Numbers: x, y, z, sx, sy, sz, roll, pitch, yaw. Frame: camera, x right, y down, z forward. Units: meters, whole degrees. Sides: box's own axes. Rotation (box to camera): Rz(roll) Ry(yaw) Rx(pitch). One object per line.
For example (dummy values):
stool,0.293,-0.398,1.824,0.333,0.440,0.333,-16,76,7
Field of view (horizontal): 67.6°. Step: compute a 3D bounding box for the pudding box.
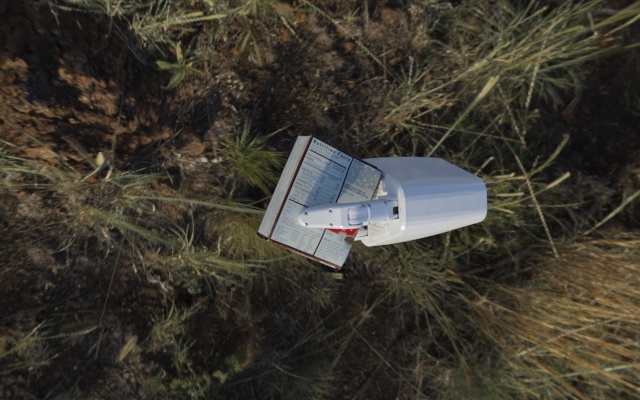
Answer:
pudding box,0.000,0.002,0.478,0.090,0.113,0.039,25,-5,-24
